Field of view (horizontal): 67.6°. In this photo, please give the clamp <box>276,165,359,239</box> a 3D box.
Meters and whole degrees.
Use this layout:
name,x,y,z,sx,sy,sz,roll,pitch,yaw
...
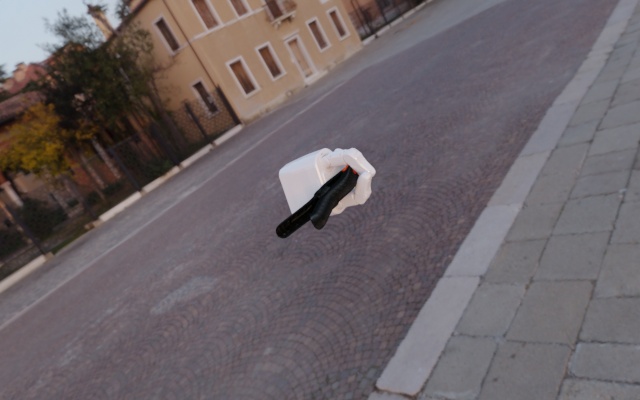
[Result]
name,x,y,z,sx,sy,sz,roll,pitch,yaw
clamp,0.000,0.002,0.778,0.120,0.039,0.171,-15,22,43
